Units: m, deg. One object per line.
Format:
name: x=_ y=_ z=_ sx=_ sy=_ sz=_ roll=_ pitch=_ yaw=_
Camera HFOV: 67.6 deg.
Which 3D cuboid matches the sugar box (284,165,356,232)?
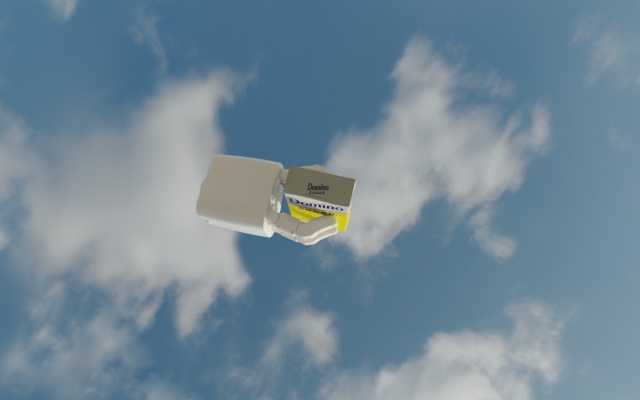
sugar box: x=0.000 y=0.003 z=0.711 sx=0.093 sy=0.048 sz=0.176 roll=13 pitch=-11 yaw=5
